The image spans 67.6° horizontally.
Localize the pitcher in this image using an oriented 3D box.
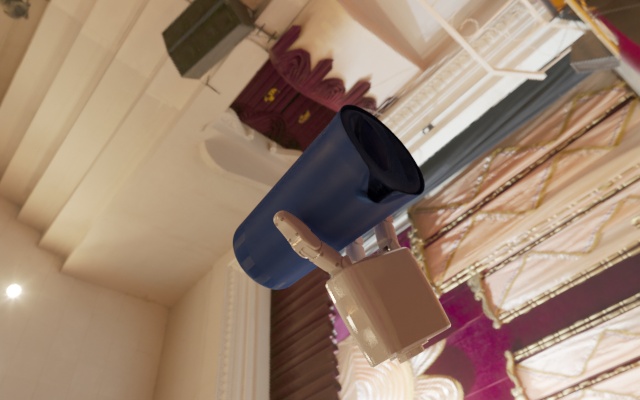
[{"bbox_3d":[0.000,0.002,0.604,0.243,0.145,0.149,-42,-22,29],"label":"pitcher"}]
